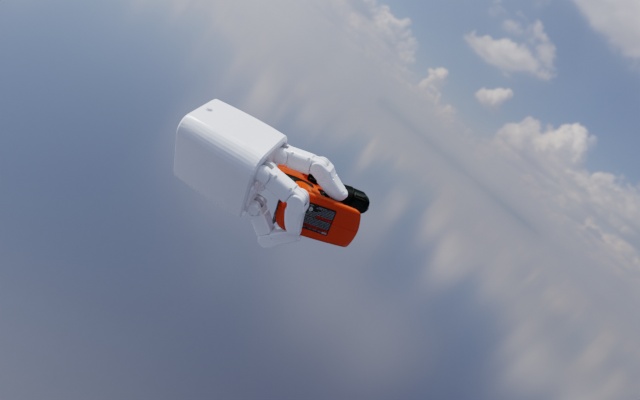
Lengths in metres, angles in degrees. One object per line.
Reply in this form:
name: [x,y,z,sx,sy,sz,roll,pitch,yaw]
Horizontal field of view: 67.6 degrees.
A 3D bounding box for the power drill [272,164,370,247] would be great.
power drill: [0.000,0.002,0.677,0.184,0.057,0.187,17,13,-13]
